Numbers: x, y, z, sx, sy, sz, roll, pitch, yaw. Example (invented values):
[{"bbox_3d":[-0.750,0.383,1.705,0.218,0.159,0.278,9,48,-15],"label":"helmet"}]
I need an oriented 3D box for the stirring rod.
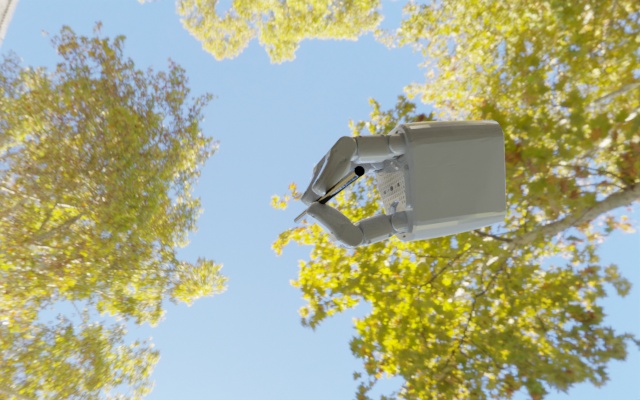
[{"bbox_3d":[0.000,0.002,0.457,0.011,0.011,0.239,0,-11,-14],"label":"stirring rod"}]
